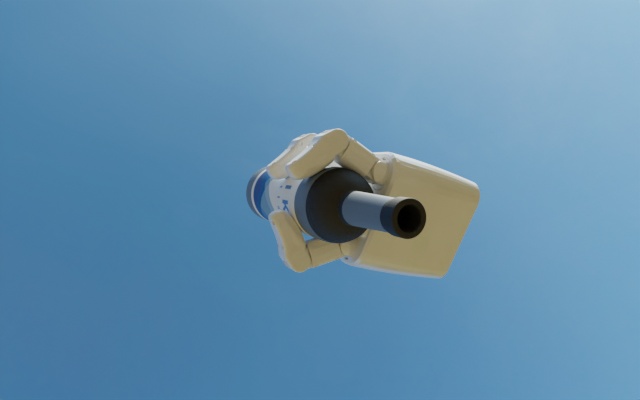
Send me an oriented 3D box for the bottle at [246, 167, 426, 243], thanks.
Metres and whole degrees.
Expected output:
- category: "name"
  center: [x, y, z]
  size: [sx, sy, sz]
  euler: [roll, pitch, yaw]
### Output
- category: "bottle"
  center: [0.000, 0.001, 0.447]
  size: [0.069, 0.069, 0.295]
  euler: [0, 4, -24]
